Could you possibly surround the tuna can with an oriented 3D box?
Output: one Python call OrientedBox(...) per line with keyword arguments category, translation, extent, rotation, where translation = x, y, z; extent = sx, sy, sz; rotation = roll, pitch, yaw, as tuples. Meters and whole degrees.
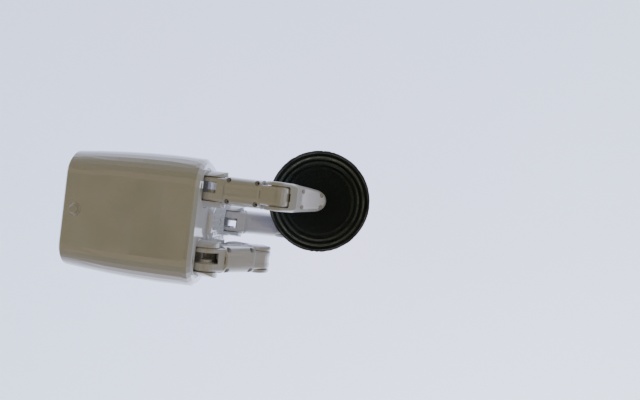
OrientedBox(category="tuna can", translation=(0.000, 0.001, 0.418), extent=(0.086, 0.086, 0.034), rotation=(0, -4, 6))
